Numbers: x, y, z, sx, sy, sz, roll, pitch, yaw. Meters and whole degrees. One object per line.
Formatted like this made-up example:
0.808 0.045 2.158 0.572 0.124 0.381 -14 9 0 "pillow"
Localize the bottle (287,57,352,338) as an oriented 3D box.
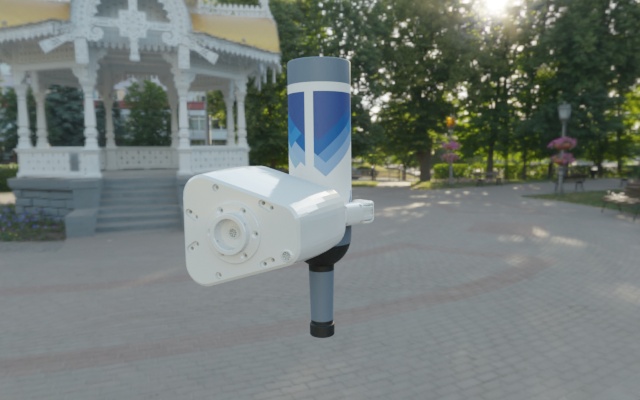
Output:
0.000 0.001 0.516 0.069 0.296 0.069 -1 6 0 "bottle"
